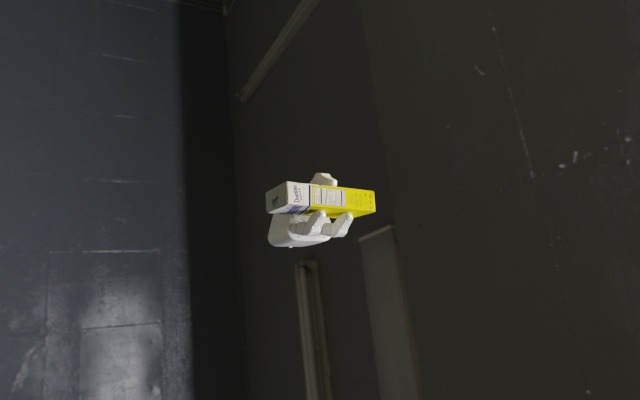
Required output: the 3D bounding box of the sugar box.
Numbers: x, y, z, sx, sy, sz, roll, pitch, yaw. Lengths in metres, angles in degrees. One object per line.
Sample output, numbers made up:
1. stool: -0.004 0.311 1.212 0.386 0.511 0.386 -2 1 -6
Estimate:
1. sugar box: 0.000 0.003 0.852 0.176 0.048 0.093 2 -12 -28
